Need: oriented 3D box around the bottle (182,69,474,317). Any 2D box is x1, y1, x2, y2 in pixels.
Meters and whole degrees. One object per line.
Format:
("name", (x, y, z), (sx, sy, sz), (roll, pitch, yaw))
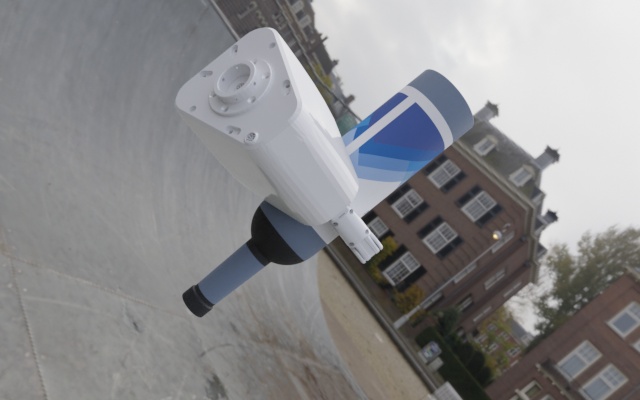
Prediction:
("bottle", (0.000, 0.001, 0.427), (0.296, 0.069, 0.069), (-39, 0, 0))
